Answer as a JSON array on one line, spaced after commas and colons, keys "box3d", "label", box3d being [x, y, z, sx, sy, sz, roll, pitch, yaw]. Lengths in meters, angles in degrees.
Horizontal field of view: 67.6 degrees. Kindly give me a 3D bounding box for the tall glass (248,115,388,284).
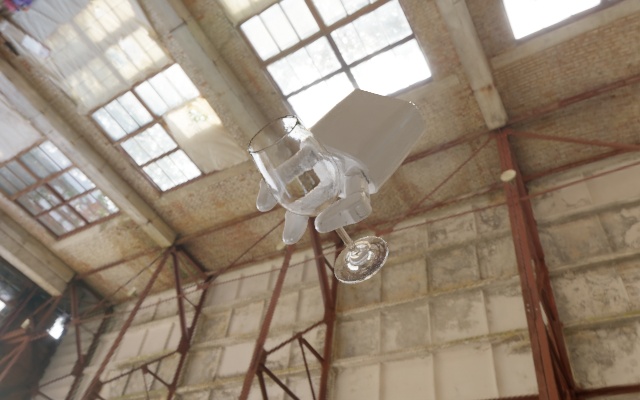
[{"box3d": [0.000, 0.002, 0.538, 0.079, 0.201, 0.079, -25, 31, 17], "label": "tall glass"}]
